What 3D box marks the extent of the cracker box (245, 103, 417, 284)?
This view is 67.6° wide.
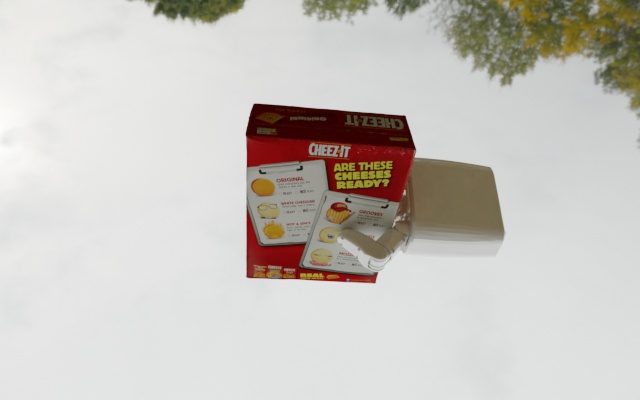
[{"bbox_3d":[0.000,0.002,0.540,0.164,0.214,0.072,4,42,-5],"label":"cracker box"}]
